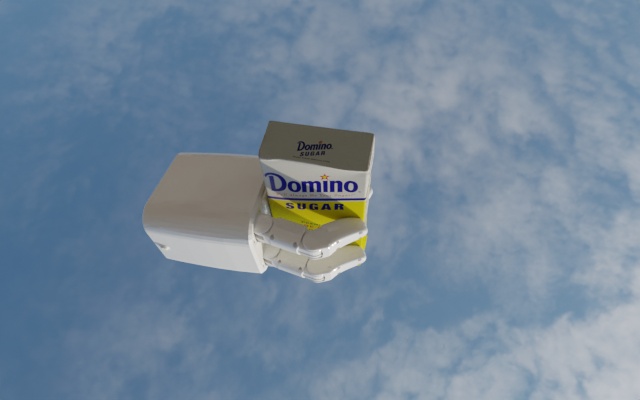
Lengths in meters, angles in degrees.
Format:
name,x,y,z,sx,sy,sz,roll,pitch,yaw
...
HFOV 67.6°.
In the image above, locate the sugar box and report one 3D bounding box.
name,x,y,z,sx,sy,sz,roll,pitch,yaw
sugar box,0.000,0.002,0.458,0.093,0.048,0.176,8,-29,8
